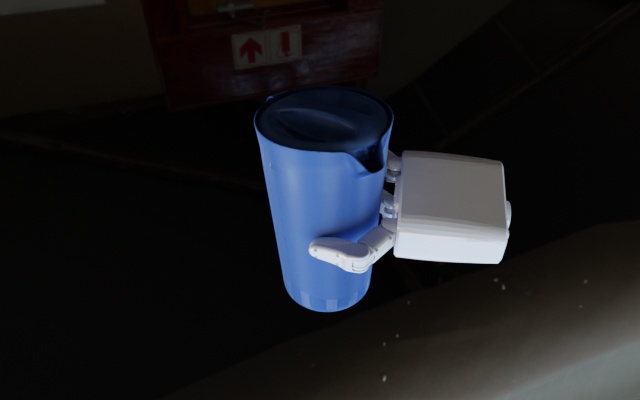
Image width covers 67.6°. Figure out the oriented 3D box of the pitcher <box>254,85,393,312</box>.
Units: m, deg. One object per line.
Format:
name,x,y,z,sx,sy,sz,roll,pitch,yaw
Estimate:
pitcher,0.000,0.002,0.534,0.145,0.243,0.149,5,39,8
